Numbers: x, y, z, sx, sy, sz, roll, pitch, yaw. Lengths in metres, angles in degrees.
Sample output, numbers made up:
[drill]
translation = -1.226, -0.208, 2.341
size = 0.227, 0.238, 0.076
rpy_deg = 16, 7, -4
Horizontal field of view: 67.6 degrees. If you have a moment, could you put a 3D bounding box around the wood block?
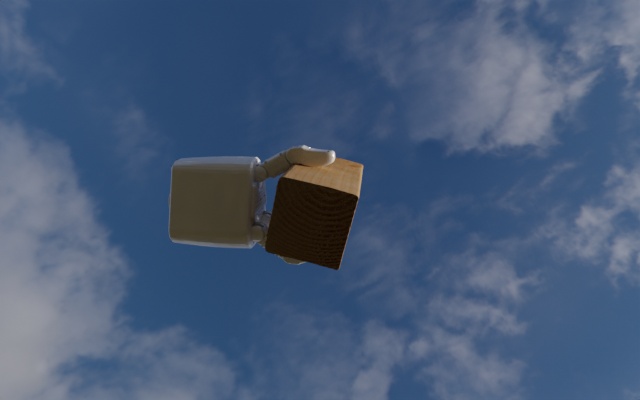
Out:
[wood block]
translation = 0.000, 0.002, 0.617
size = 0.090, 0.091, 0.206
rpy_deg = 14, 15, 3
